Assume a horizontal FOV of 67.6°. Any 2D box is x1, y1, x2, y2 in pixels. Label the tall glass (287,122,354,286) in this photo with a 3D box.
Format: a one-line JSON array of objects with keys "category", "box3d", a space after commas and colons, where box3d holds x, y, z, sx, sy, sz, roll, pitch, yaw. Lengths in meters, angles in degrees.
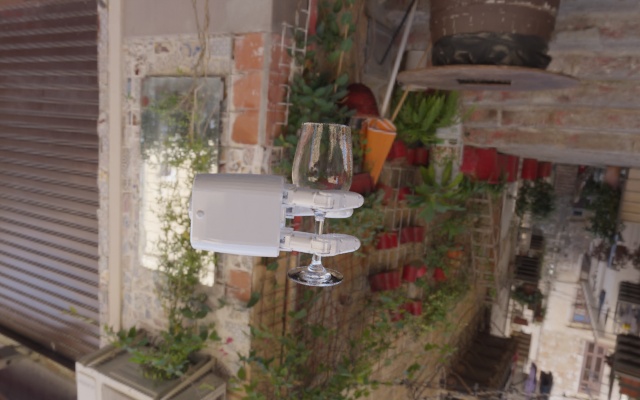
[{"category": "tall glass", "box3d": [0.000, 0.003, 0.614, 0.079, 0.201, 0.079, 4, 9, -1]}]
